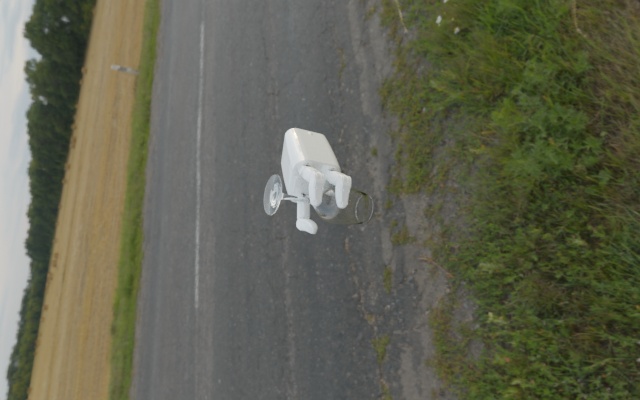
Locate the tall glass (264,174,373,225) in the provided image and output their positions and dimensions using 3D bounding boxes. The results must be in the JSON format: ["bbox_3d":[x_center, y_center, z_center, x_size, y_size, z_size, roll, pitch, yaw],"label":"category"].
[{"bbox_3d":[0.000,0.003,0.897,0.201,0.079,0.079,9,-4,-28],"label":"tall glass"}]
